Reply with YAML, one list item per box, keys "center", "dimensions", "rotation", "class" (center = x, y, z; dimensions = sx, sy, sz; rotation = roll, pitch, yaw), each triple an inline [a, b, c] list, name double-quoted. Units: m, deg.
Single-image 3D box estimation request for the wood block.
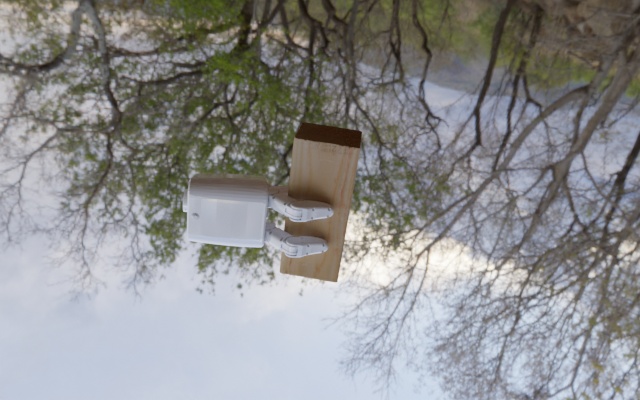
- center: [0.000, 0.002, 0.694]
  dimensions: [0.090, 0.206, 0.090]
  rotation: [9, 24, 2]
  class: "wood block"
